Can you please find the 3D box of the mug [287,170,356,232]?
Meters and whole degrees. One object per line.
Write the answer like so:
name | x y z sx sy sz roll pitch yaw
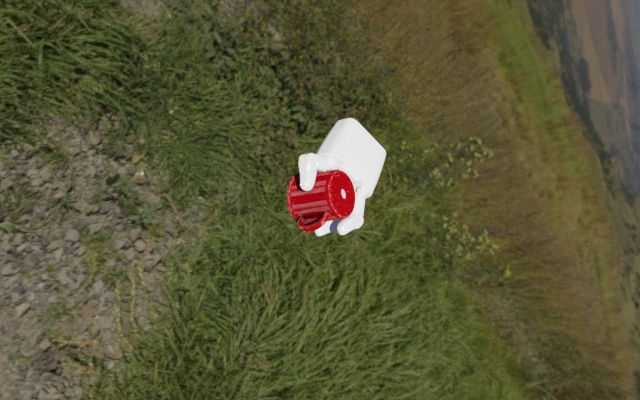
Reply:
mug | 0.000 0.004 0.782 0.081 0.117 0.093 -8 -49 36
